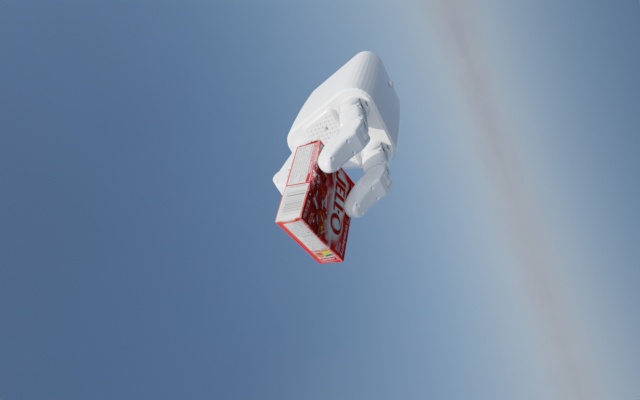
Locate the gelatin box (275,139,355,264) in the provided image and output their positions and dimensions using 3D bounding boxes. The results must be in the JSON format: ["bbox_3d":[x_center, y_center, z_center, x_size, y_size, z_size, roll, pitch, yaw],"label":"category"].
[{"bbox_3d":[0.000,0.002,0.435,0.030,0.089,0.073,-11,-41,31],"label":"gelatin box"}]
